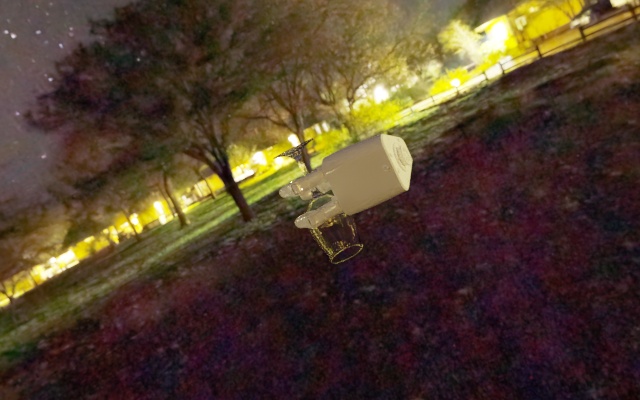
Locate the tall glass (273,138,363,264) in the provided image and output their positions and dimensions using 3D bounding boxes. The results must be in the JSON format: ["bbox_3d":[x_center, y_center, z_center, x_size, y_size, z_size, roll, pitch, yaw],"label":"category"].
[{"bbox_3d":[0.000,0.002,0.789,0.079,0.201,0.079,-26,8,4],"label":"tall glass"}]
